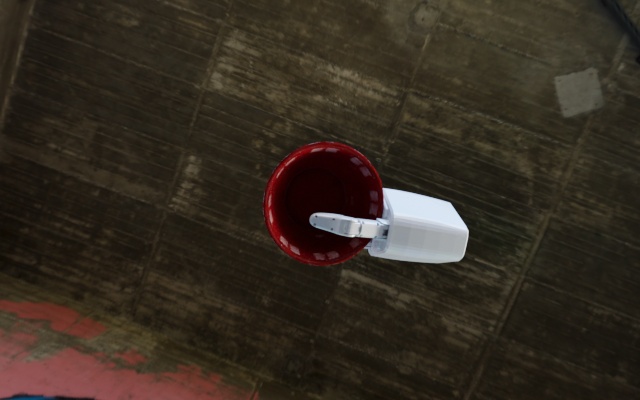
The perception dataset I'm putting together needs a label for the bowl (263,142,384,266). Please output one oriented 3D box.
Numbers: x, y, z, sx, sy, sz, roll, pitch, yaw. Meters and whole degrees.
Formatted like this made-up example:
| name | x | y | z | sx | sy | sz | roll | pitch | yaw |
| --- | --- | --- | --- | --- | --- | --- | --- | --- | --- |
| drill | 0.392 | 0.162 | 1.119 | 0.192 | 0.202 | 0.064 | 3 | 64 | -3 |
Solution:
| name | x | y | z | sx | sy | sz | roll | pitch | yaw |
| --- | --- | --- | --- | --- | --- | --- | --- | --- | --- |
| bowl | -0.001 | 0.002 | 0.637 | 0.162 | 0.162 | 0.055 | 0 | 9 | -15 |
